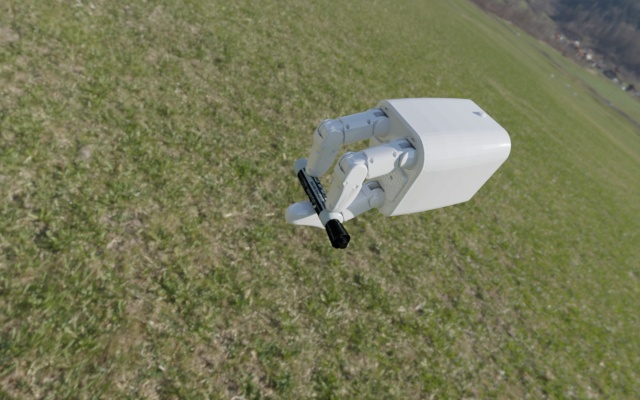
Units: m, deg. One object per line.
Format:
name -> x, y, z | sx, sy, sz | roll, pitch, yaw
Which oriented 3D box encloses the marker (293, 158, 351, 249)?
marker -> 0.000, 0.001, 0.468 | 0.020, 0.020, 0.121 | 0, 41, -27
